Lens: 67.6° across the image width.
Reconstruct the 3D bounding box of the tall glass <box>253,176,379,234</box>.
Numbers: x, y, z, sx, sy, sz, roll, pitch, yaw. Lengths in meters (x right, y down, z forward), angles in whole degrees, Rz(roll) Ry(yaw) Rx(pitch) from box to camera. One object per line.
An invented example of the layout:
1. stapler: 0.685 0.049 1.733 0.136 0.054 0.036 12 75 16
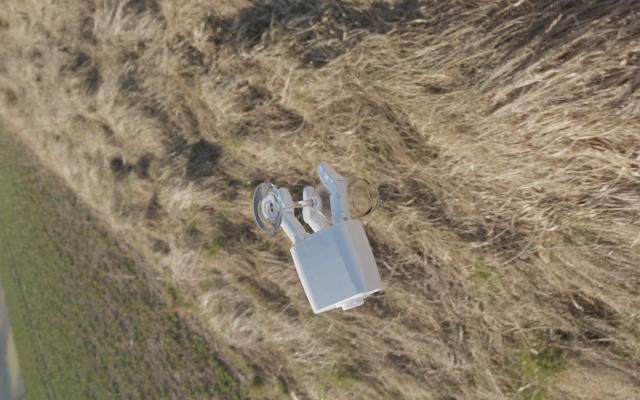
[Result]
1. tall glass: 0.000 0.002 0.739 0.201 0.079 0.079 -7 4 -40
